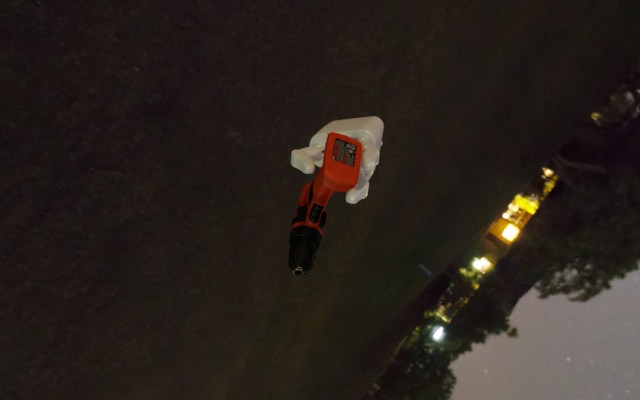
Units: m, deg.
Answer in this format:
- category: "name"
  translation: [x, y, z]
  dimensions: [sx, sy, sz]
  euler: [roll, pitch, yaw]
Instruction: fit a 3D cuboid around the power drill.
- category: "power drill"
  translation: [0.000, 0.002, 0.739]
  dimensions: [0.057, 0.184, 0.188]
  euler: [18, -42, -12]
